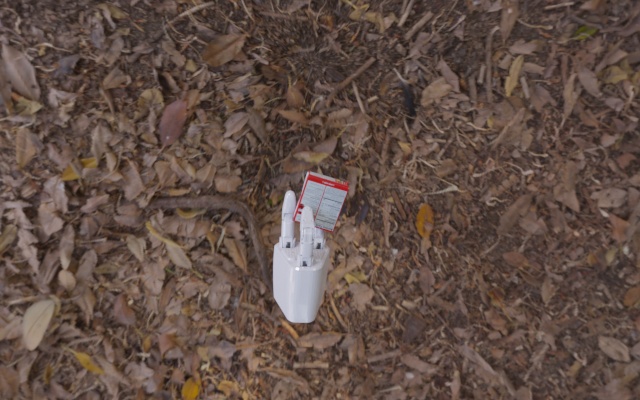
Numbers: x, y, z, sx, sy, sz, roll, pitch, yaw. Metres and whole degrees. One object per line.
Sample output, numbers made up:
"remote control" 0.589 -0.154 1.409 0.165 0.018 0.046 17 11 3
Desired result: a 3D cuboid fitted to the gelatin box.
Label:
"gelatin box" 0.000 0.003 0.809 0.073 0.089 0.030 16 20 -7
